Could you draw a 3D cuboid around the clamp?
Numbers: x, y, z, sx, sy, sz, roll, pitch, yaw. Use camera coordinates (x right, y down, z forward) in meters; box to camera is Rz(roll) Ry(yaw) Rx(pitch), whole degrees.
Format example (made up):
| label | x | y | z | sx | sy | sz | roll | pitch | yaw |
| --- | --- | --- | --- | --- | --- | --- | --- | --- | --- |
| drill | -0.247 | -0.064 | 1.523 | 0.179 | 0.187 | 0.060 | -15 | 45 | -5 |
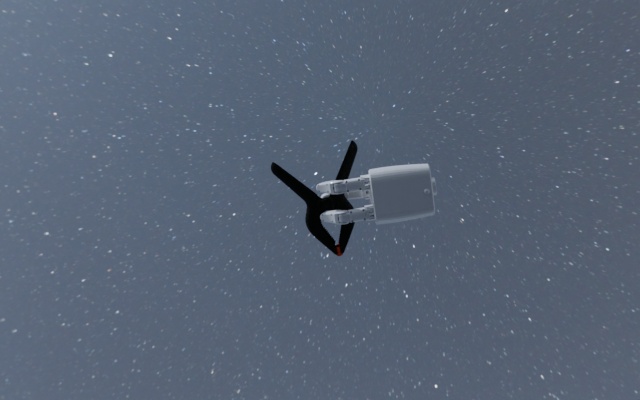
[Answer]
| label | x | y | z | sx | sy | sz | roll | pitch | yaw |
| --- | --- | --- | --- | --- | --- | --- | --- | --- | --- |
| clamp | 0.001 | 0.003 | 0.895 | 0.164 | 0.210 | 0.036 | -8 | 8 | 7 |
